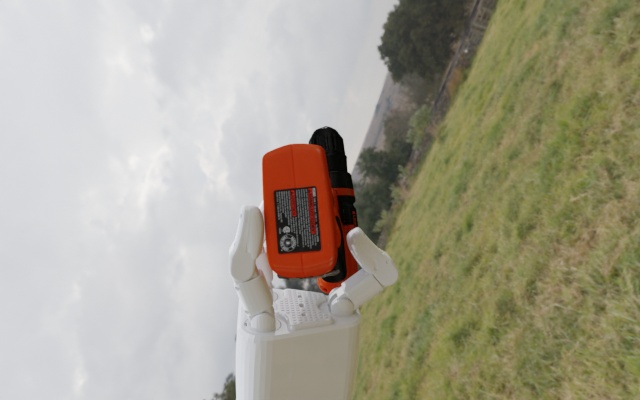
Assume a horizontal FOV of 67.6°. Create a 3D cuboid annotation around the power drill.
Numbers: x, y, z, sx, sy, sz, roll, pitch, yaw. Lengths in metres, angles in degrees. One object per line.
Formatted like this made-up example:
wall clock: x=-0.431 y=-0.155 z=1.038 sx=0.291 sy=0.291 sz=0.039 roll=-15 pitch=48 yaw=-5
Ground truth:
power drill: x=0.000 y=0.002 z=0.458 sx=0.057 sy=0.184 sz=0.188 roll=-9 pitch=-8 yaw=12
